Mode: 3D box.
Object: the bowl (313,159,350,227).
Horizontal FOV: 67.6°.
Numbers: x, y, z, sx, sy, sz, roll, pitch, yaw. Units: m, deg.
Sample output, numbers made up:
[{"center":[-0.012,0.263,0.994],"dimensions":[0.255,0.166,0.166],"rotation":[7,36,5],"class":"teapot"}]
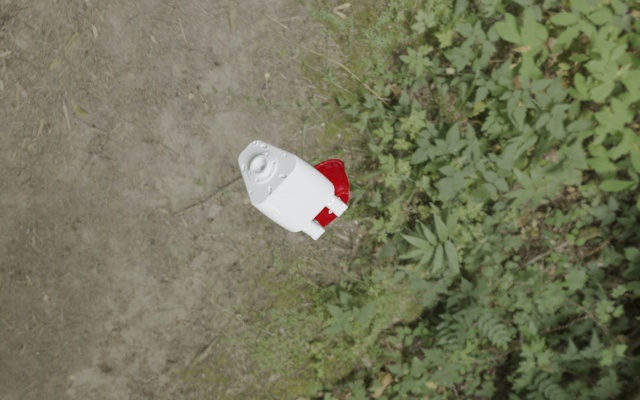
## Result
[{"center":[0.001,0.003,0.869],"dimensions":[0.055,0.162,0.162],"rotation":[46,21,22],"class":"bowl"}]
